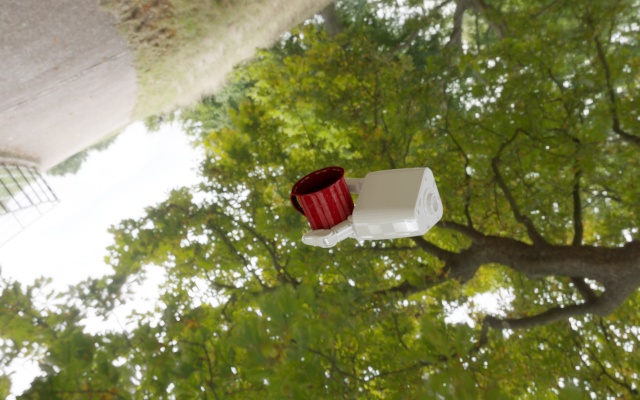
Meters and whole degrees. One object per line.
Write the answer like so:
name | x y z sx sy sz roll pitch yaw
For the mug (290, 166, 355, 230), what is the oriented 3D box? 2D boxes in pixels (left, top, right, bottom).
mug | -0.001 0.003 0.791 0.117 0.081 0.093 -6 29 34
